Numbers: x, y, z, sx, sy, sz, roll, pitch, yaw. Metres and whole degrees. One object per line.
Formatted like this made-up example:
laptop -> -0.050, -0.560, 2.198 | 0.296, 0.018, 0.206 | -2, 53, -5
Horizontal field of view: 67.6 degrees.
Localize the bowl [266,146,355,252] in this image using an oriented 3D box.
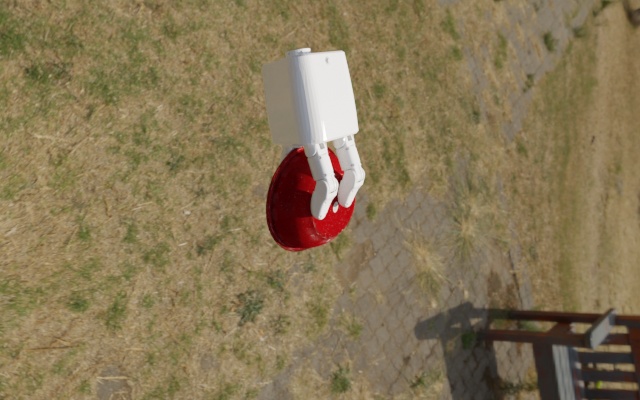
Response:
bowl -> 0.001, 0.003, 0.673 | 0.055, 0.162, 0.162 | 17, 11, 39
